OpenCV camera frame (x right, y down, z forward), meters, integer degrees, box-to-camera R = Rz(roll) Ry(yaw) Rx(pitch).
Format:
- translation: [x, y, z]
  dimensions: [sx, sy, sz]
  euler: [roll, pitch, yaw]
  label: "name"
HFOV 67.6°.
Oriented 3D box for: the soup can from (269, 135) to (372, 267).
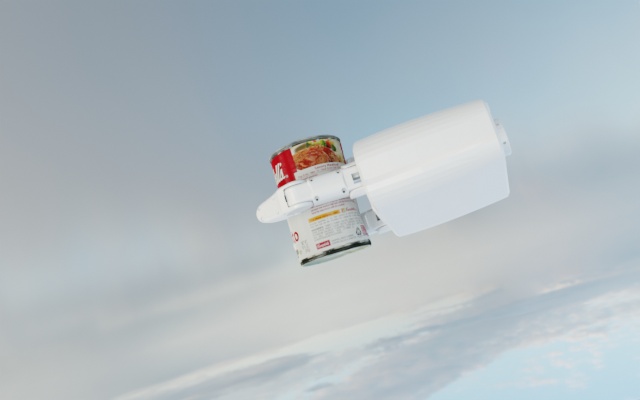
- translation: [0.000, 0.002, 0.430]
  dimensions: [0.068, 0.102, 0.068]
  euler: [-16, -11, -3]
  label: "soup can"
